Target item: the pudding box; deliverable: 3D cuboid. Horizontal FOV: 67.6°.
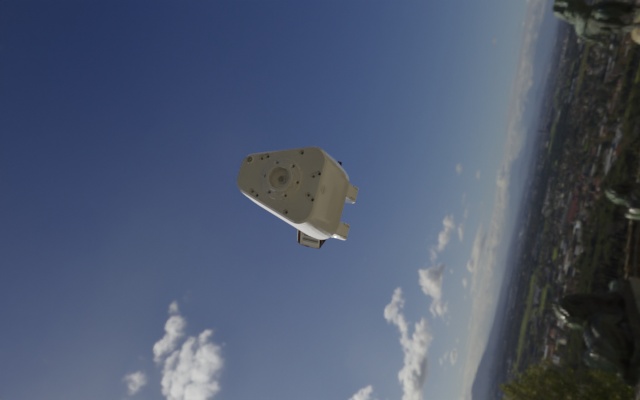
[{"bbox_3d":[0.000,0.002,0.707,0.039,0.113,0.090,12,20,14],"label":"pudding box"}]
